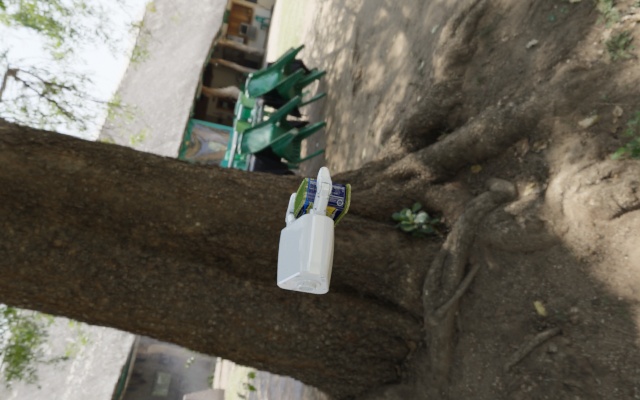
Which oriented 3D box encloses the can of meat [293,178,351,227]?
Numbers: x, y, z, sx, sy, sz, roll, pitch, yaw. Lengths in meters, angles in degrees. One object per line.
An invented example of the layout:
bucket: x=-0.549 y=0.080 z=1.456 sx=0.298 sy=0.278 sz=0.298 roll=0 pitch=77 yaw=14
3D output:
can of meat: x=0.000 y=0.003 z=0.881 sx=0.084 sy=0.057 sz=0.102 roll=11 pitch=-26 yaw=-11
